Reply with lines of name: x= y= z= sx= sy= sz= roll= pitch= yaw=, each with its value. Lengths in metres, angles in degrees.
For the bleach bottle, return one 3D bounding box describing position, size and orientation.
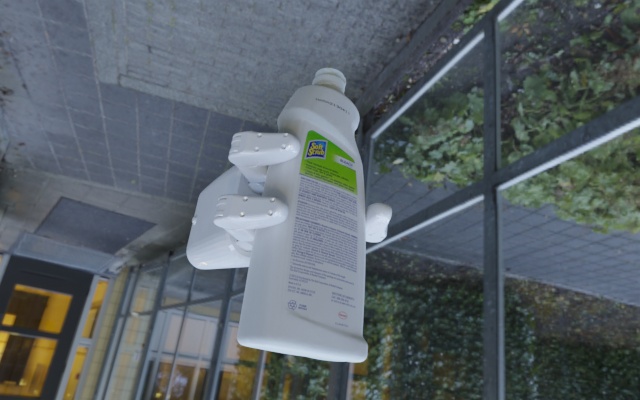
bleach bottle: x=0.000 y=0.001 z=0.410 sx=0.102 sy=0.250 sz=0.068 roll=21 pitch=-25 yaw=-31
